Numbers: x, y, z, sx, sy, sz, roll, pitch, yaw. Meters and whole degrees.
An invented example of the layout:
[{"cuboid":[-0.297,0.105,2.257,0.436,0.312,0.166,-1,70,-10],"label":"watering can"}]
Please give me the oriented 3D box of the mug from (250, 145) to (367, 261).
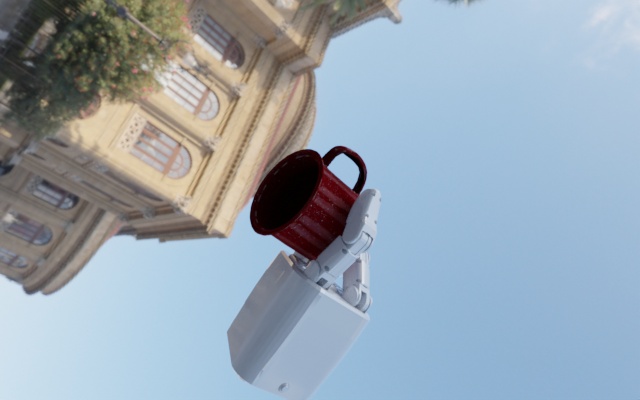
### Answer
[{"cuboid":[0.001,0.000,0.461,0.081,0.117,0.093,38,-1,-34],"label":"mug"}]
